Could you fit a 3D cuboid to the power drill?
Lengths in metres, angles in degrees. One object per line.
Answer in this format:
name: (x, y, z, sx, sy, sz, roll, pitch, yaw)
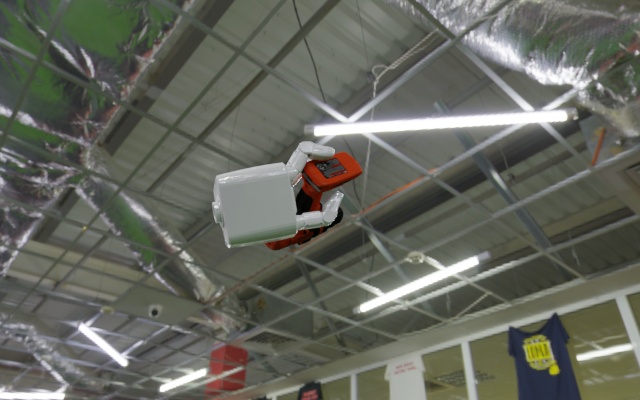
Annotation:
power drill: (0.000, 0.002, 0.839, 0.184, 0.057, 0.188, -22, -29, -42)
